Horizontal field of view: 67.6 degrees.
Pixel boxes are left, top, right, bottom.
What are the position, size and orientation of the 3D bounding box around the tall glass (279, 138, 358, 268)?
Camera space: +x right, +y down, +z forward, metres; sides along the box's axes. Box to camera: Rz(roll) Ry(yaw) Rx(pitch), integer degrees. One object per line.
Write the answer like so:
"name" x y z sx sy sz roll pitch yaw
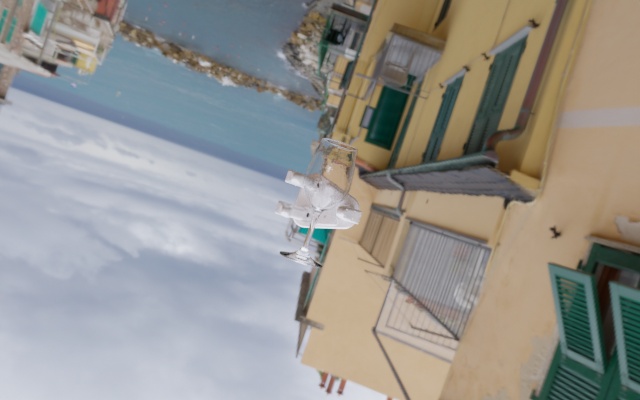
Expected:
"tall glass" 0.000 0.003 0.777 0.079 0.201 0.079 19 1 0
